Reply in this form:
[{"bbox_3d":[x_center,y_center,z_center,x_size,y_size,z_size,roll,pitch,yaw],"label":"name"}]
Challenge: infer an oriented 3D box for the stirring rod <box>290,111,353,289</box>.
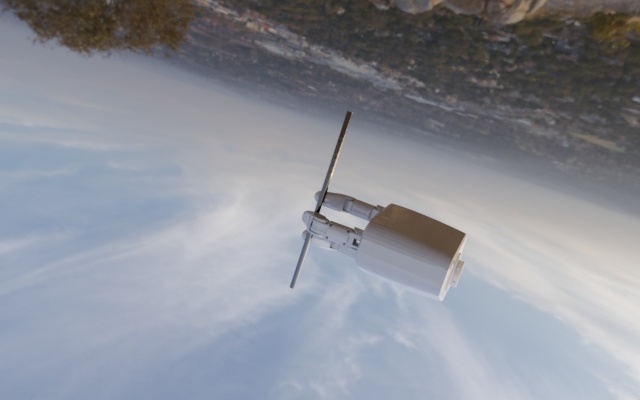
[{"bbox_3d":[0.000,0.002,0.615,0.011,0.239,0.011,18,7,-2],"label":"stirring rod"}]
